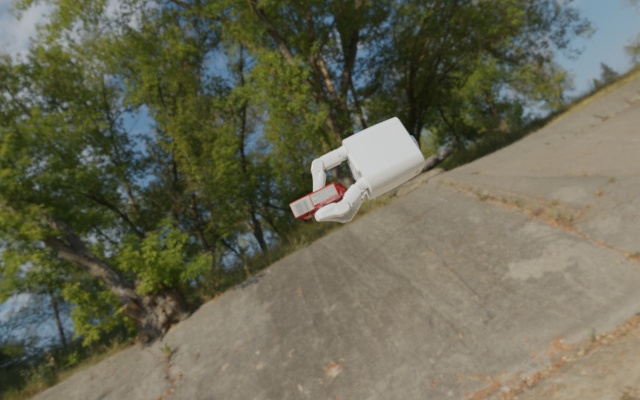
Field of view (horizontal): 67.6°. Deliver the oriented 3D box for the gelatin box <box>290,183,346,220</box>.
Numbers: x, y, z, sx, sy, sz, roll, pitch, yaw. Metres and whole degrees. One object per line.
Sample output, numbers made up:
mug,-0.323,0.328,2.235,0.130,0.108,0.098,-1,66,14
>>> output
gelatin box,0.000,0.002,0.828,0.089,0.030,0.073,-26,-10,11
